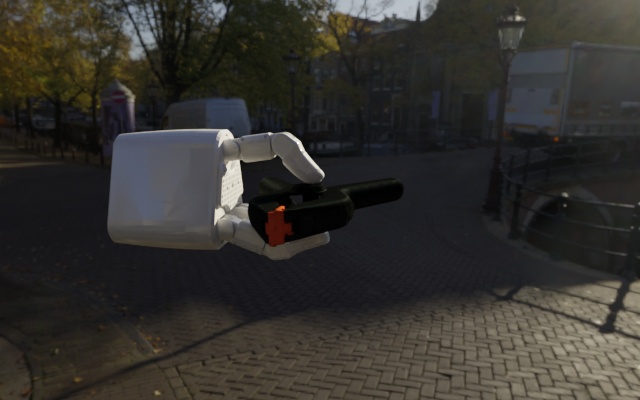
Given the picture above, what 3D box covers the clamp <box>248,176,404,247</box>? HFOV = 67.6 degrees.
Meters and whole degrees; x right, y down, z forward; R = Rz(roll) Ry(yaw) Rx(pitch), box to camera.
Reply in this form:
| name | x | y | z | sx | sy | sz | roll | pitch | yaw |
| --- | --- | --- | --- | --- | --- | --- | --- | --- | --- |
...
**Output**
| name | x | y | z | sx | sy | sz | roll | pitch | yaw |
| --- | --- | --- | --- | --- | --- | --- | --- | --- | --- |
| clamp | 0.000 | 0.001 | 0.455 | 0.164 | 0.036 | 0.210 | -1 | 11 | 7 |
